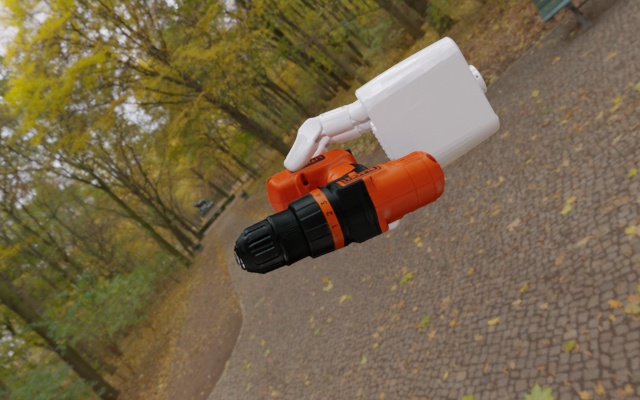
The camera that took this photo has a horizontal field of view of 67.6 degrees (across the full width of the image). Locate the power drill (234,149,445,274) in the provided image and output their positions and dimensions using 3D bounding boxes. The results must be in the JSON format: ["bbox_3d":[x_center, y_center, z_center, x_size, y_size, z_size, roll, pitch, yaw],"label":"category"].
[{"bbox_3d":[0.000,0.001,0.456,0.184,0.057,0.187,-22,15,-11],"label":"power drill"}]
